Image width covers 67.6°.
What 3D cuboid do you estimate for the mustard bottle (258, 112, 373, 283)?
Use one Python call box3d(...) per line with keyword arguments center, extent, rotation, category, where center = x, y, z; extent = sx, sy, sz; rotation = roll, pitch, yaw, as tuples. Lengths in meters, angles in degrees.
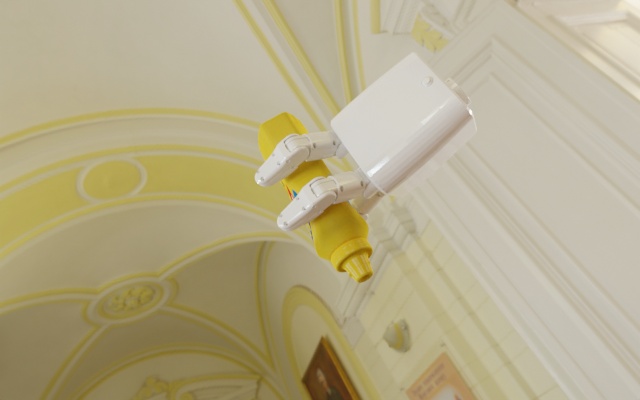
box3d(center=(0.000, 0.002, 0.494), extent=(0.058, 0.191, 0.096), rotation=(-28, -31, -6), category="mustard bottle")
